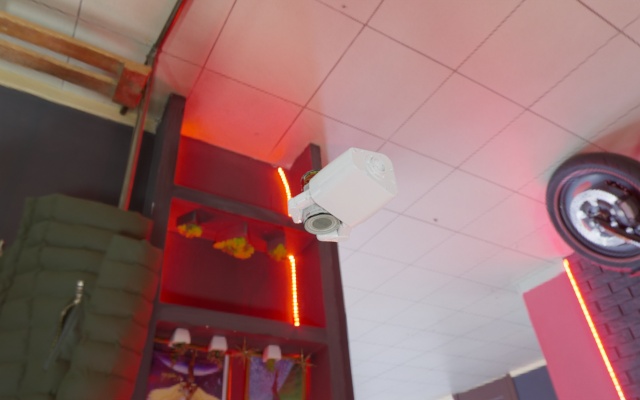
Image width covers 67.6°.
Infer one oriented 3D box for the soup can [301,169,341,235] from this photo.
[{"bbox_3d":[0.000,0.003,0.876,0.068,0.102,0.069,-4,-36,-3],"label":"soup can"}]
